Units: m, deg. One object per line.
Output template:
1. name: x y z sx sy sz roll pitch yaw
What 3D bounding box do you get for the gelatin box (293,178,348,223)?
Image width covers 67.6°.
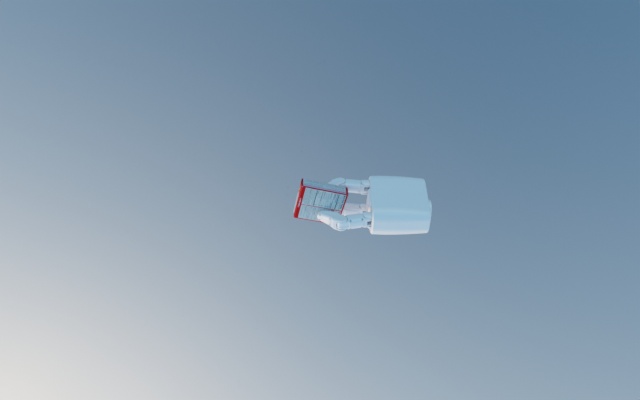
1. gelatin box: 0.000 0.003 0.884 0.089 0.073 0.030 10 34 -10
